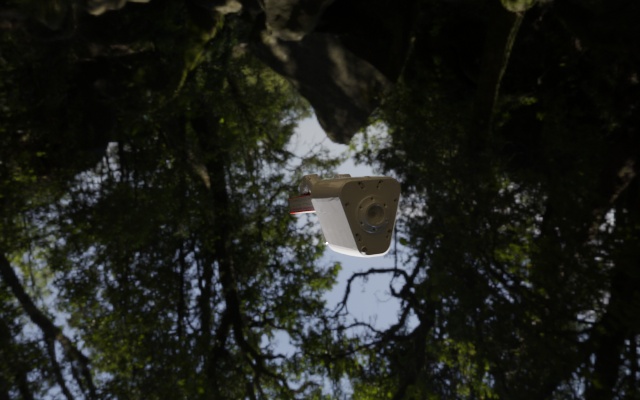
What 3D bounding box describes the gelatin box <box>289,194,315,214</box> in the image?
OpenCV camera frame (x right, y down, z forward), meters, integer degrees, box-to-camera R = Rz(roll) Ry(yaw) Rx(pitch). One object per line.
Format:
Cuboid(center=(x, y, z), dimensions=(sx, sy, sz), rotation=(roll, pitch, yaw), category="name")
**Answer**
Cuboid(center=(0.000, 0.003, 0.796), dimensions=(0.073, 0.030, 0.089), rotation=(-5, -3, -33), category="gelatin box")
